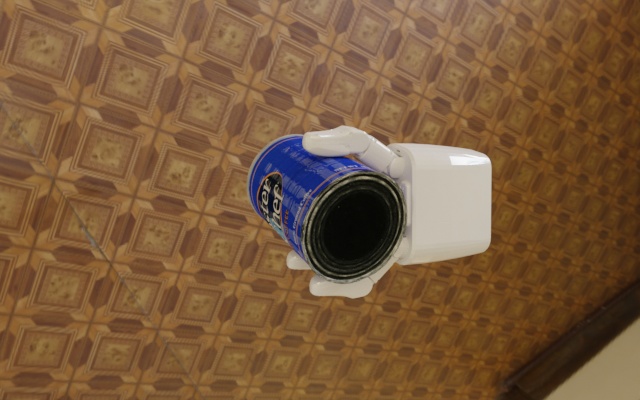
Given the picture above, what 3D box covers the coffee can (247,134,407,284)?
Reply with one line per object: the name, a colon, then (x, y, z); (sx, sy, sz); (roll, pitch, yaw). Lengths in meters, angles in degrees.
coffee can: (0.000, 0.001, 0.457); (0.103, 0.103, 0.140); (0, 19, -28)
